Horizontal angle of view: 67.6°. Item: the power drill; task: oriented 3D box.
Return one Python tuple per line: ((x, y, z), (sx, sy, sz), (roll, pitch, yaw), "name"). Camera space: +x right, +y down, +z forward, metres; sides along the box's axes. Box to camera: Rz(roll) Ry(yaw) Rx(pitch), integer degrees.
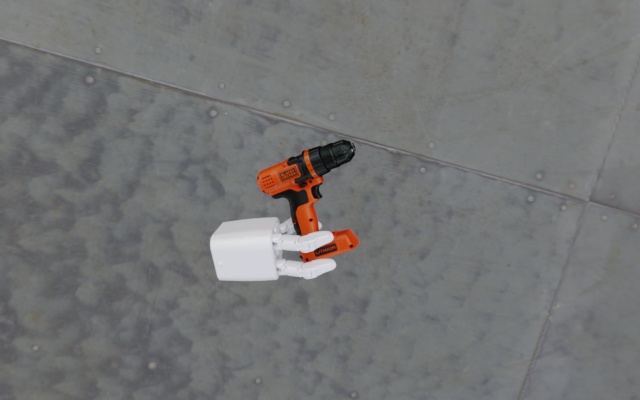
((0.000, 0.003, 0.833), (0.184, 0.187, 0.057), (-20, 6, 20), "power drill")
